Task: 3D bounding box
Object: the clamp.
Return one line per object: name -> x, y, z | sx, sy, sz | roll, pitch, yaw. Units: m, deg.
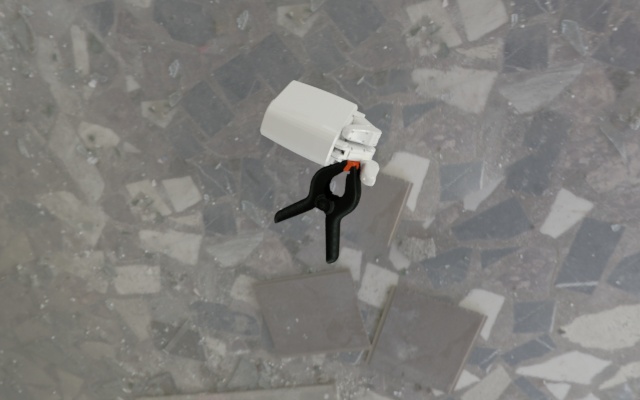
clamp -> 0.000, 0.002, 0.724 | 0.120, 0.171, 0.039 | 26, 23, 7
